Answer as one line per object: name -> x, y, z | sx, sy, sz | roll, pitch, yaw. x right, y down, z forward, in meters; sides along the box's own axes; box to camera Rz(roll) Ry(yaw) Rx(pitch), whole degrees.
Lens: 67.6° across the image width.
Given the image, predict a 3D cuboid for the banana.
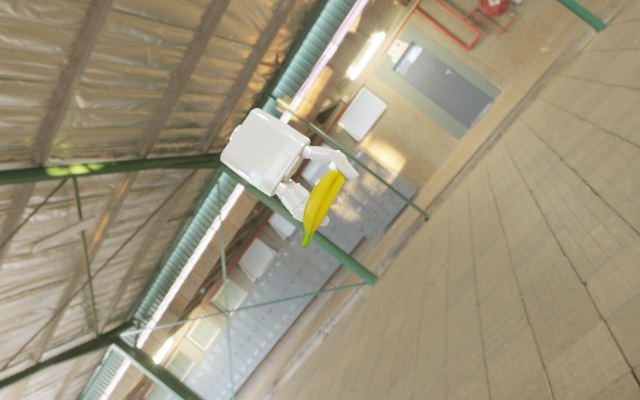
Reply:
banana -> 0.006, -0.009, 0.757 | 0.037, 0.070, 0.197 | 30, 35, 2
